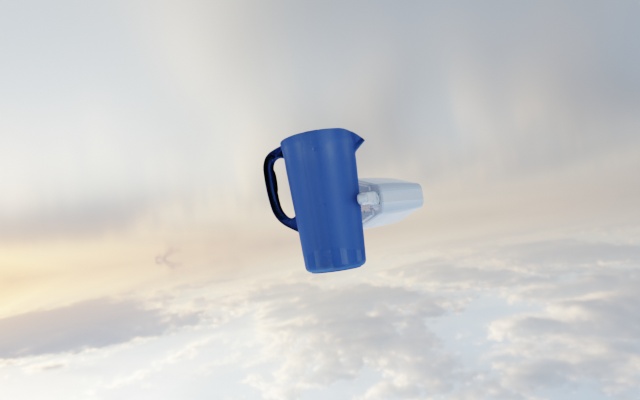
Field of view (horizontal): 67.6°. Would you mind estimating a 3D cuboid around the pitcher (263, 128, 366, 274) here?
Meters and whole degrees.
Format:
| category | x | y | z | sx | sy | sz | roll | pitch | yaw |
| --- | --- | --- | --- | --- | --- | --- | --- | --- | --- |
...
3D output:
| category | x | y | z | sx | sy | sz | roll | pitch | yaw |
| --- | --- | --- | --- | --- | --- | --- | --- | --- | --- |
| pitcher | 0.000 | 0.003 | 0.843 | 0.145 | 0.243 | 0.149 | -5 | -5 | -34 |
